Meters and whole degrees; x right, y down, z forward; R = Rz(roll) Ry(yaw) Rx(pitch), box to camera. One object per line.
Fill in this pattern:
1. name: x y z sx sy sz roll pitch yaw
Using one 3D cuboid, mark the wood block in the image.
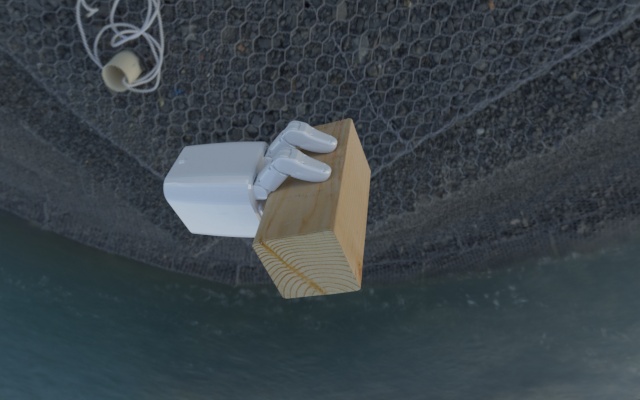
1. wood block: 0.000 0.002 0.560 0.090 0.091 0.206 -10 38 18
